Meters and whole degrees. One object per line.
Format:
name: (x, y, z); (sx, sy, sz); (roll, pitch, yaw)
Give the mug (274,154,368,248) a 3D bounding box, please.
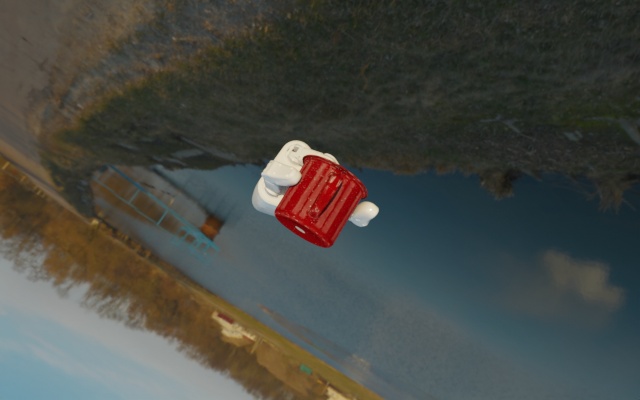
mug: (0.000, 0.002, 0.568); (0.093, 0.081, 0.117); (33, -15, -5)
